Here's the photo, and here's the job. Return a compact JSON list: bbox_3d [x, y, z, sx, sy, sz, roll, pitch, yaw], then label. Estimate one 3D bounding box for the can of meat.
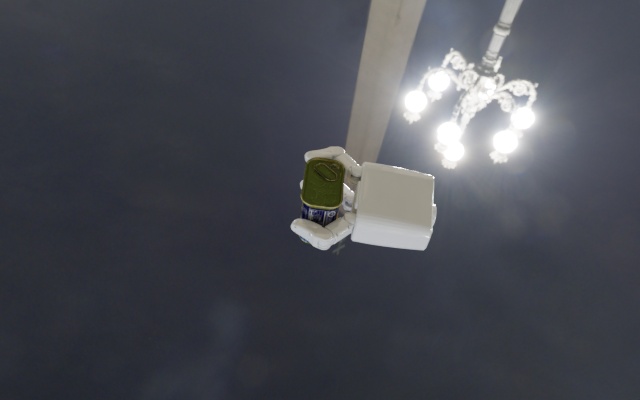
[{"bbox_3d":[0.000,0.003,0.693,0.057,0.084,0.102,7,44,-1],"label":"can of meat"}]
